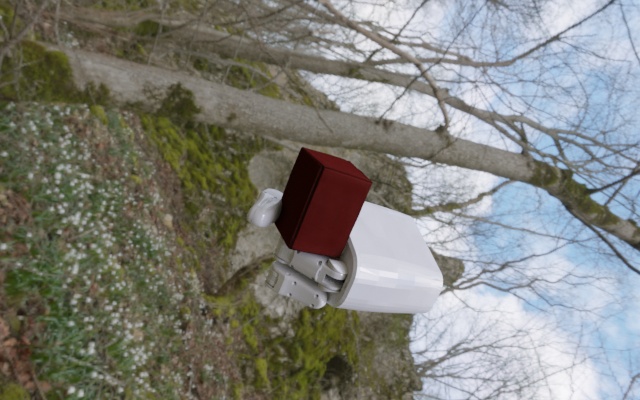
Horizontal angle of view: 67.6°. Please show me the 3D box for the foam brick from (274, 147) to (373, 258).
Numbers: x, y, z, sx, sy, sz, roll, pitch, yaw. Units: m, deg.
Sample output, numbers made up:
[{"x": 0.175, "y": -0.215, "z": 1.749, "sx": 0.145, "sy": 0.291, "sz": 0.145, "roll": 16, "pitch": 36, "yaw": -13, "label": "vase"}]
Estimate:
[{"x": 0.000, "y": 0.001, "z": 0.416, "sx": 0.051, "sy": 0.078, "sz": 0.053, "roll": 13, "pitch": 20, "yaw": -27, "label": "foam brick"}]
